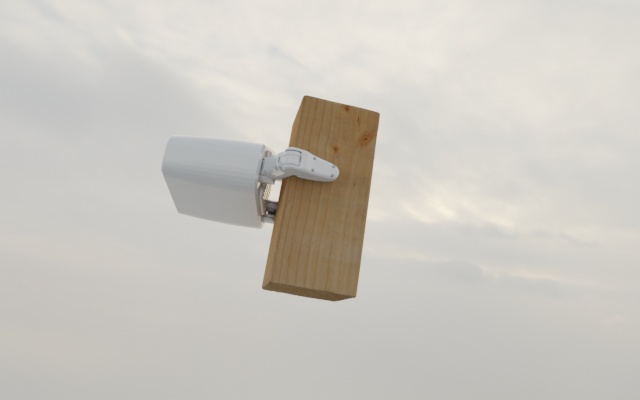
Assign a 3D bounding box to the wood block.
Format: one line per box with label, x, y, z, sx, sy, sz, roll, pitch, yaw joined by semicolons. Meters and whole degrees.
wood block;0.000;0.001;0.536;0.090;0.206;0.091;12;-16;-9
